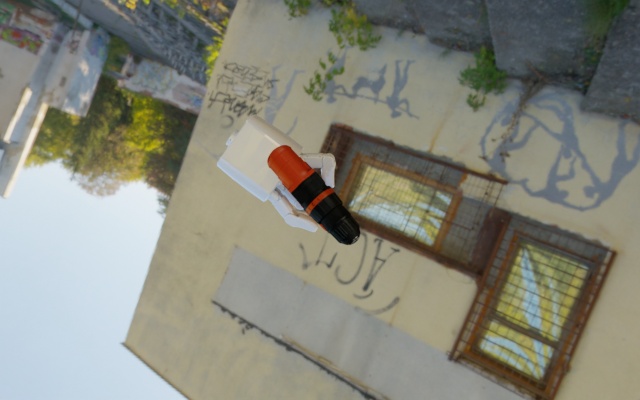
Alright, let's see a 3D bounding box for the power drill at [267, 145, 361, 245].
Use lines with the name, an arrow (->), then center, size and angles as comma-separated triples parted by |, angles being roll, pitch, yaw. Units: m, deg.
power drill -> 0.000, 0.002, 0.771 | 0.057, 0.184, 0.188 | -40, -12, -2
